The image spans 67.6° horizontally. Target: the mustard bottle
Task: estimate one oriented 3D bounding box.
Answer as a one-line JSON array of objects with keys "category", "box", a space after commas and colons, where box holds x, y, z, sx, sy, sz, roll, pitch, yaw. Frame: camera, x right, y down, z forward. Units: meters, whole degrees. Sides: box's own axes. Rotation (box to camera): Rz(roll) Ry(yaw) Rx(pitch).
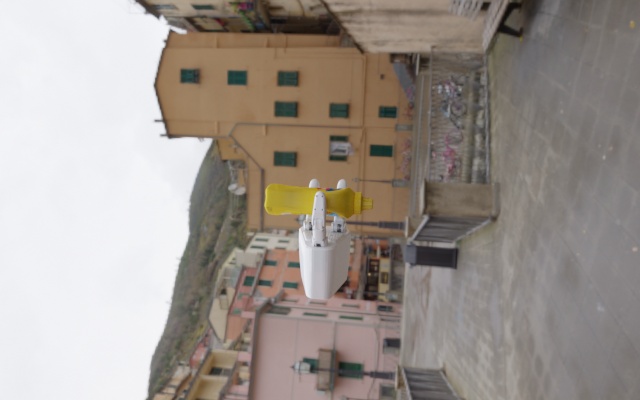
[{"category": "mustard bottle", "box": [0.000, 0.003, 0.877, 0.191, 0.058, 0.096, 3, -5, 7]}]
